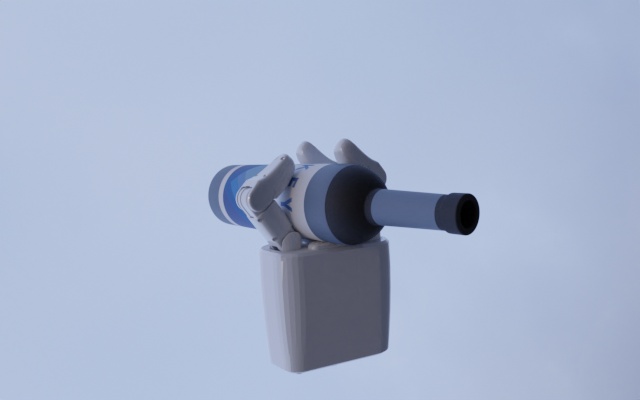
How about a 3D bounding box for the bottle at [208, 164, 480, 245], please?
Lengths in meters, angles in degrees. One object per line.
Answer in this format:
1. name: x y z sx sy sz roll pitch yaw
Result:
1. bottle: 0.000 0.001 0.417 0.069 0.069 0.295 0 3 -40
